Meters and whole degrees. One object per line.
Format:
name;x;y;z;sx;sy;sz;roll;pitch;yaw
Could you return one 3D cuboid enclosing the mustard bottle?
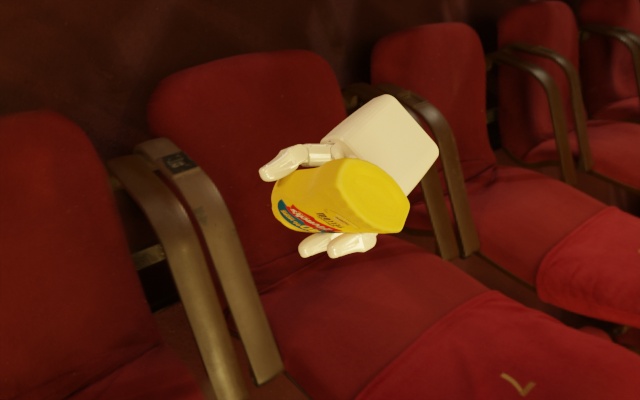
mustard bottle;0.000;0.002;0.530;0.096;0.058;0.191;32;-21;-28
